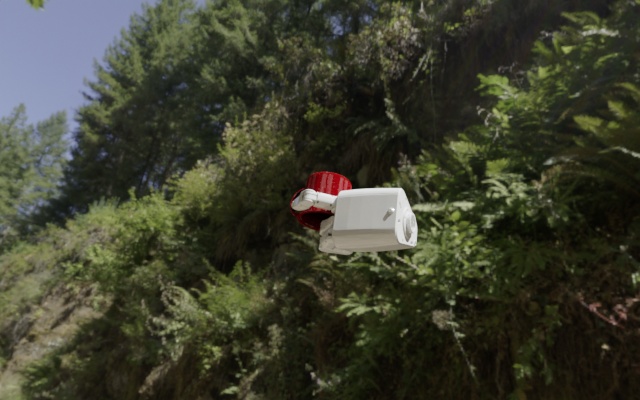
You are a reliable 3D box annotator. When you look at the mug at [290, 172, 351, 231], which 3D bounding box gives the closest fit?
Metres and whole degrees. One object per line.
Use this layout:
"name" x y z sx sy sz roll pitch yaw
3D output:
"mug" -0.001 0.003 0.854 0.117 0.081 0.093 -3 -27 27
